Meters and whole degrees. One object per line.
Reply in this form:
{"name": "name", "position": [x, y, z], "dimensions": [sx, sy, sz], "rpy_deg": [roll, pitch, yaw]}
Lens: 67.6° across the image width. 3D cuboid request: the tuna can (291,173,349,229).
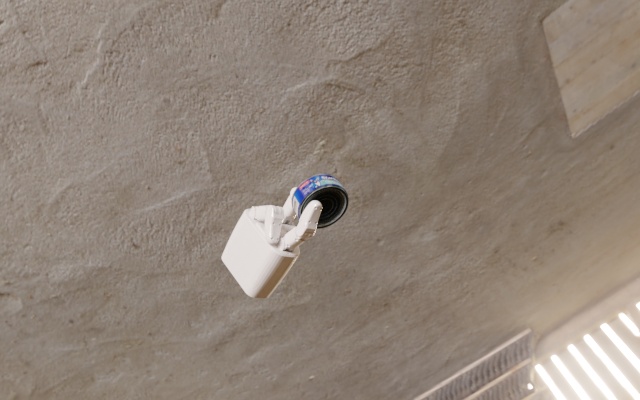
{"name": "tuna can", "position": [0.000, 0.003, 0.745], "dimensions": [0.086, 0.086, 0.033], "rpy_deg": [0, 35, -28]}
